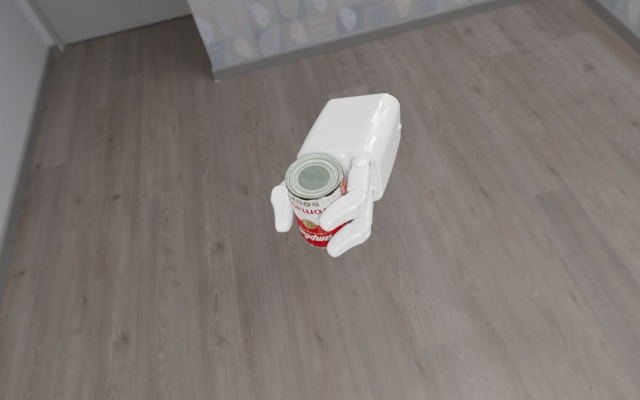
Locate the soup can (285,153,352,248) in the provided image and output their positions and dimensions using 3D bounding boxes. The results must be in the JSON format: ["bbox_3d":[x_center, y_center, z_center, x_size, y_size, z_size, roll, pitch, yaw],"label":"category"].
[{"bbox_3d":[0.000,0.002,0.567,0.068,0.068,0.102,0,-37,10],"label":"soup can"}]
